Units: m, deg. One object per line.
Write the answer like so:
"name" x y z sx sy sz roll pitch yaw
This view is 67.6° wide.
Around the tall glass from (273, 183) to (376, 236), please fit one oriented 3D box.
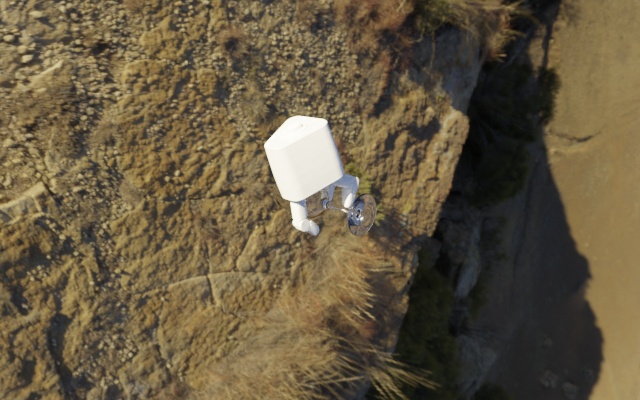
"tall glass" 0.001 0.003 0.870 0.201 0.079 0.079 16 11 42
